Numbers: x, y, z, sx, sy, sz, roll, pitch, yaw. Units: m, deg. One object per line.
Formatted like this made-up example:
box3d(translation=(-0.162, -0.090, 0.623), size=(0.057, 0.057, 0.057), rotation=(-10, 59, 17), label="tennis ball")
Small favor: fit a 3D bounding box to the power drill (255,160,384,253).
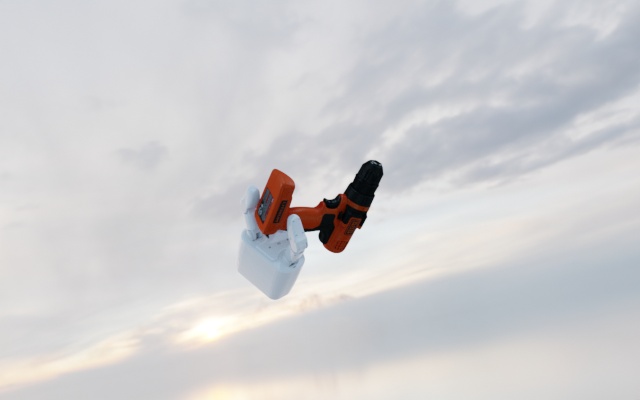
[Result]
box3d(translation=(0.000, 0.003, 0.784), size=(0.188, 0.184, 0.057), rotation=(10, 27, -31), label="power drill")
